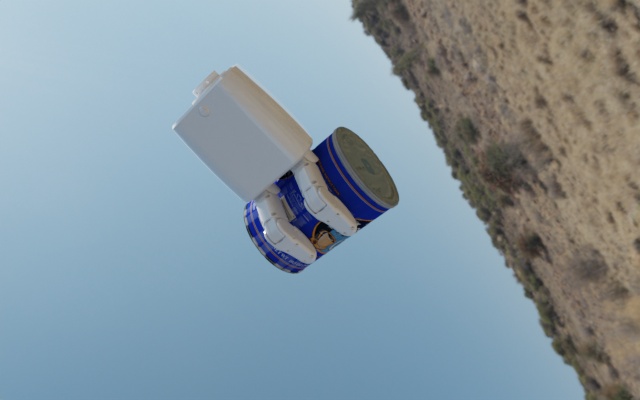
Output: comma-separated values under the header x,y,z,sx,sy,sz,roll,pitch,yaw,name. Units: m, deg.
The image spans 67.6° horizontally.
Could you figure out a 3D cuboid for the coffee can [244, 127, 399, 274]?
x,y,z,sx,sy,sz,roll,pitch,yaw,name
0.000,0.002,0.527,0.140,0.102,0.103,-37,-17,23,coffee can
